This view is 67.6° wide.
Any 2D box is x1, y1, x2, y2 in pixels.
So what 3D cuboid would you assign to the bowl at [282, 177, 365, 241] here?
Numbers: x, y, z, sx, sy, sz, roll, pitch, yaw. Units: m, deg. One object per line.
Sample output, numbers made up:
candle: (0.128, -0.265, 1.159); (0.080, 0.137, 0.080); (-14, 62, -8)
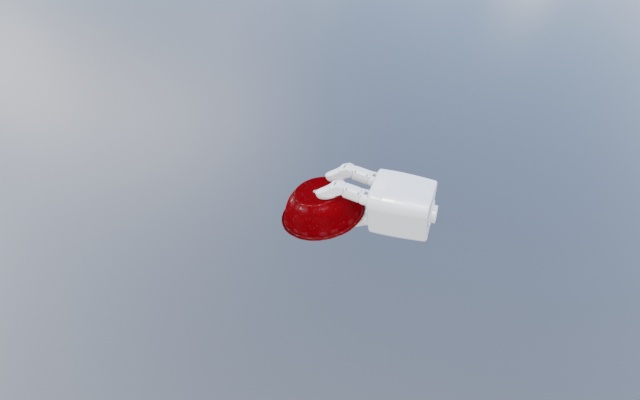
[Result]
bowl: (-0.001, 0.003, 0.897); (0.162, 0.055, 0.162); (-9, 36, 6)
